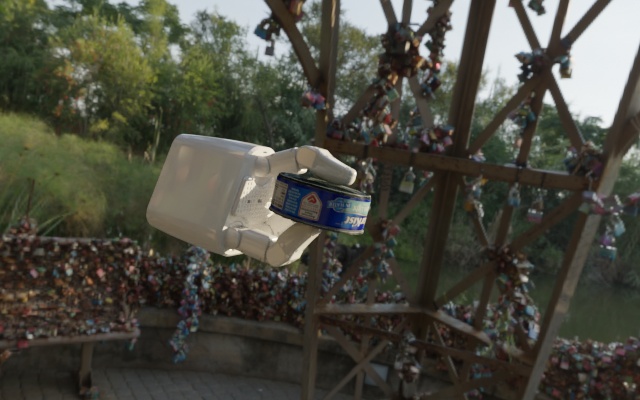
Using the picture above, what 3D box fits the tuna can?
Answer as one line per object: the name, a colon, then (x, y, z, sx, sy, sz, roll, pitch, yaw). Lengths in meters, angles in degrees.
tuna can: (0.000, 0.001, 0.417, 0.086, 0.034, 0.086, 14, 6, -2)
